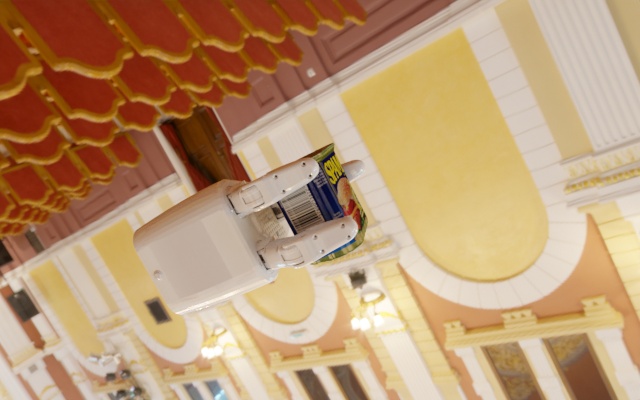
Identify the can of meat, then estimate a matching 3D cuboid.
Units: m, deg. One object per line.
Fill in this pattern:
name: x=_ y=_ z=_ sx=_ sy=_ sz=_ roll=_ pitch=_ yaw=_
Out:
can of meat: x=0.000 y=0.002 z=0.428 sx=0.057 sy=0.084 sz=0.102 roll=-25 pitch=8 yaw=15
